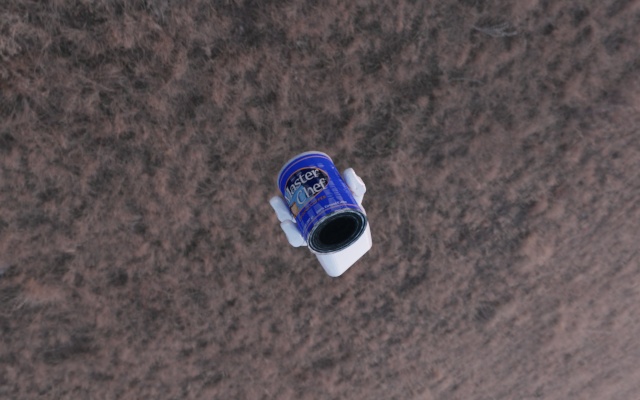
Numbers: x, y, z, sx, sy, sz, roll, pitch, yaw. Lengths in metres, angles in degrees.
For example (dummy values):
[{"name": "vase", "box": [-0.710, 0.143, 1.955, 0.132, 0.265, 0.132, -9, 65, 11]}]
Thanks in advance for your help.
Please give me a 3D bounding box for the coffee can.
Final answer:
[{"name": "coffee can", "box": [0.000, 0.002, 0.775, 0.103, 0.103, 0.140, 0, 43, -31]}]
